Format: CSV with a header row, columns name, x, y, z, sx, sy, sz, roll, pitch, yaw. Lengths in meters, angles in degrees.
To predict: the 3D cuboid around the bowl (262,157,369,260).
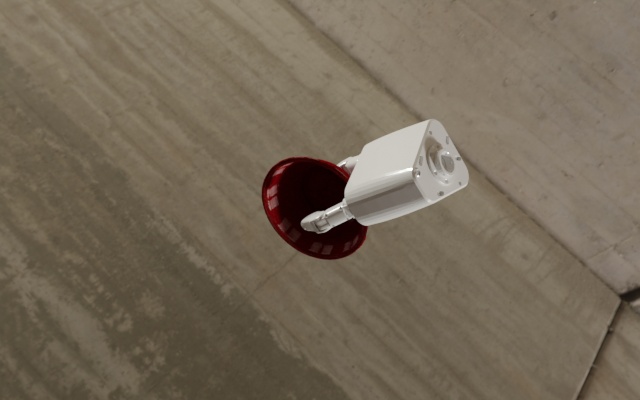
name,x,y,z,sx,sy,sz,roll,pitch,yaw
bowl,-0.001,0.002,0.669,0.162,0.162,0.055,0,29,29
